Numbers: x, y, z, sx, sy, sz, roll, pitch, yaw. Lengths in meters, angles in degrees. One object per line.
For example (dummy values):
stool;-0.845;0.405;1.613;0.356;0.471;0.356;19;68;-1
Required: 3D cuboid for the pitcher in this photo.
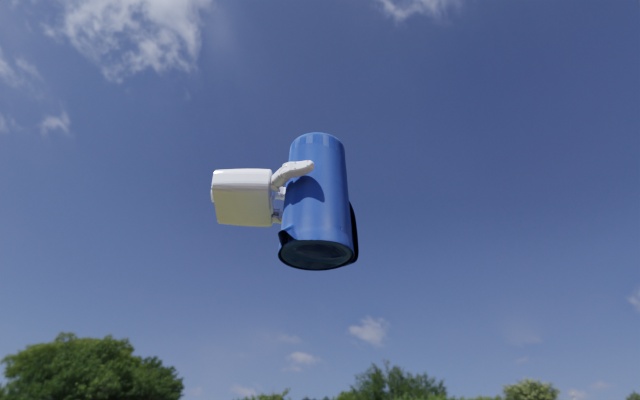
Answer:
pitcher;0.000;0.003;0.889;0.145;0.242;0.149;0;-30;1
